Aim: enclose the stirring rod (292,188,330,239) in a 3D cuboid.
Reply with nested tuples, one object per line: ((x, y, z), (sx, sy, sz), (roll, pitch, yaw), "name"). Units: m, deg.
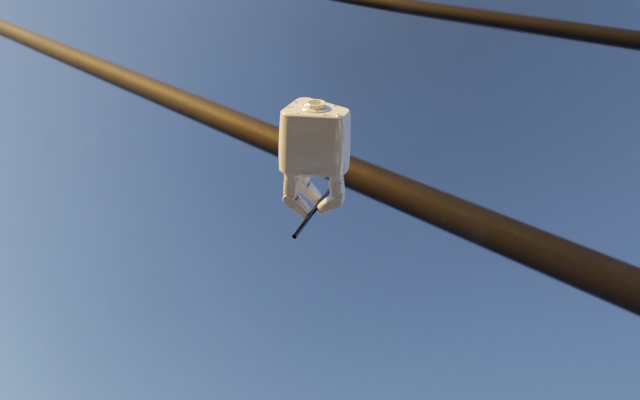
((0.000, 0.003, 0.870), (0.011, 0.011, 0.239), (0, 28, 24), "stirring rod")
